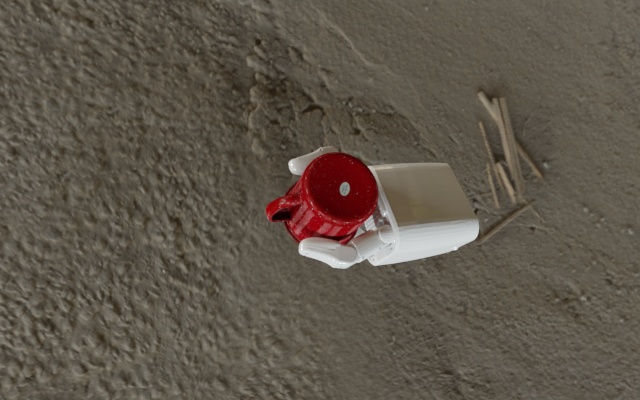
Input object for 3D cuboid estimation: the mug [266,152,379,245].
[{"bbox_3d":[-0.001,0.002,0.506,0.117,0.093,0.081,-6,-19,-18],"label":"mug"}]
